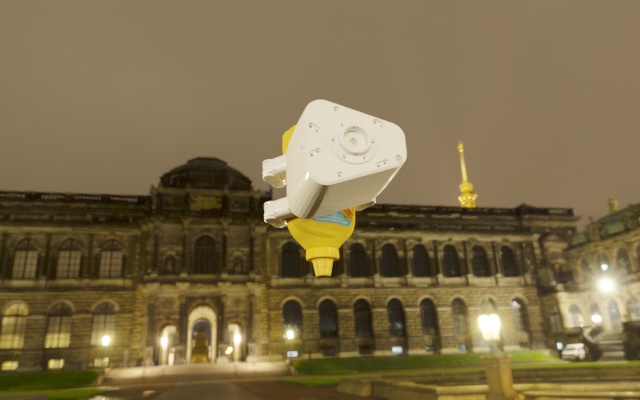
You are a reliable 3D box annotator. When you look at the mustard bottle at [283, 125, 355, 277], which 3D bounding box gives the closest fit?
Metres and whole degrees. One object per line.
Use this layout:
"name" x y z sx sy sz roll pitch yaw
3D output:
"mustard bottle" 0.000 0.002 0.615 0.096 0.191 0.058 11 -23 -36
